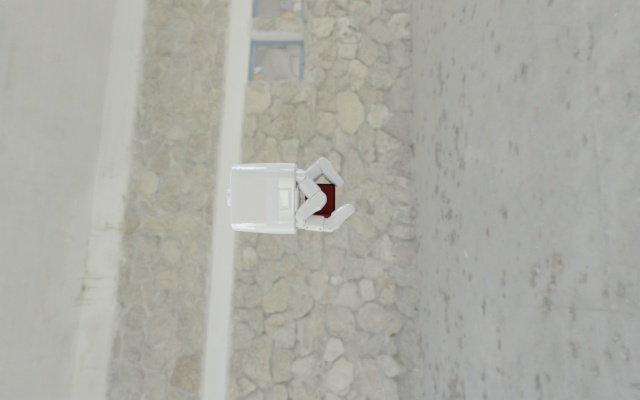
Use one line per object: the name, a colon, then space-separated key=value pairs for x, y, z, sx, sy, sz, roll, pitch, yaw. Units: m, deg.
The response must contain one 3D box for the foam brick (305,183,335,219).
foam brick: x=0.000 y=0.003 z=0.830 sx=0.051 sy=0.053 sz=0.078 roll=0 pitch=-11 yaw=2
